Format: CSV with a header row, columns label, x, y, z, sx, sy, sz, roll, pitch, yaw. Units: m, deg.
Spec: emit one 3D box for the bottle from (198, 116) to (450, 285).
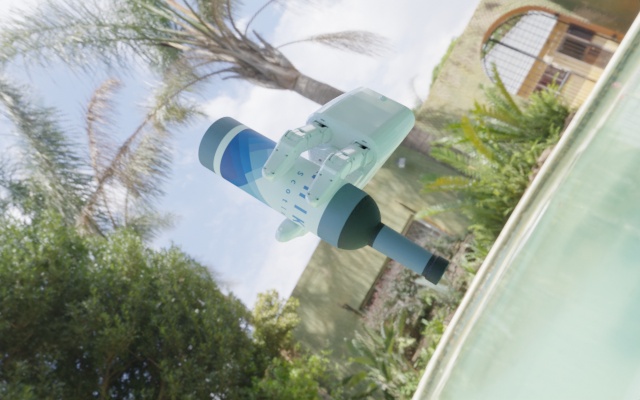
label,x,y,z,sx,sy,sz,roll,pitch,yaw
bottle,0.000,0.002,0.515,0.295,0.069,0.069,30,10,18
